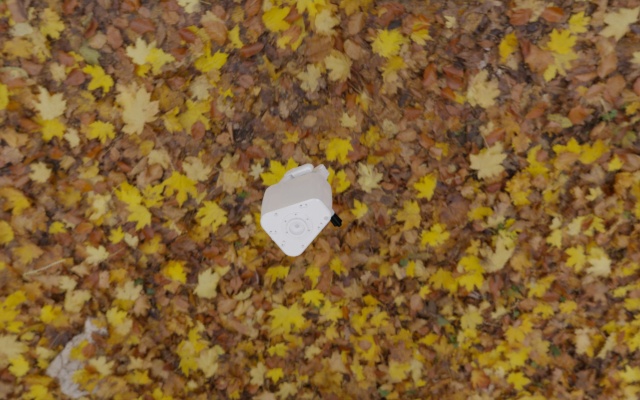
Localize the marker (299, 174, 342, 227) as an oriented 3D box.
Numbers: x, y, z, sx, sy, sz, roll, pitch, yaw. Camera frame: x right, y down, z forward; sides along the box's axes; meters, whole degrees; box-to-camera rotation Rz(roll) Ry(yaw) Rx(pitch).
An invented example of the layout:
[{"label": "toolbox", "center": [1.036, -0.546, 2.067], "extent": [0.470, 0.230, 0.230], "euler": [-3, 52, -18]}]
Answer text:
[{"label": "marker", "center": [0.000, 0.003, 0.862], "extent": [0.020, 0.121, 0.020], "euler": [-34, 21, 15]}]
